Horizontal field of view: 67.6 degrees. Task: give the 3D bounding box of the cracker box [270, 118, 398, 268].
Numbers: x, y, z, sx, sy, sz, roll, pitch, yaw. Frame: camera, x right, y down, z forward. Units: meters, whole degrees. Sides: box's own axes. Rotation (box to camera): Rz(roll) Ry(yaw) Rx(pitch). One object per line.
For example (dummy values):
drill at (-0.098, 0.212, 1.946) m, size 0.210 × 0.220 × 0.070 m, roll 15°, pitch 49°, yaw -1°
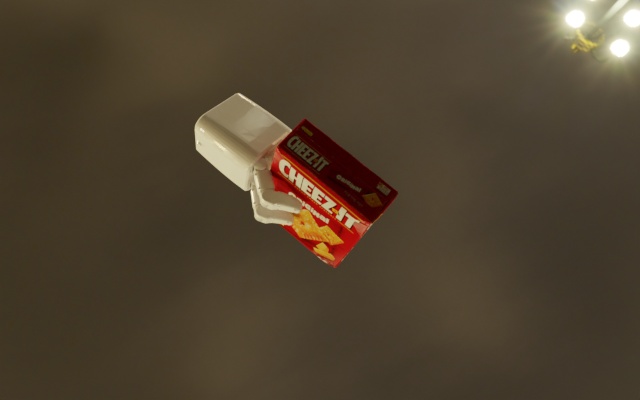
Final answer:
cracker box at (0.000, 0.002, 0.715) m, size 0.164 × 0.072 × 0.214 m, roll 39°, pitch -26°, yaw 6°
